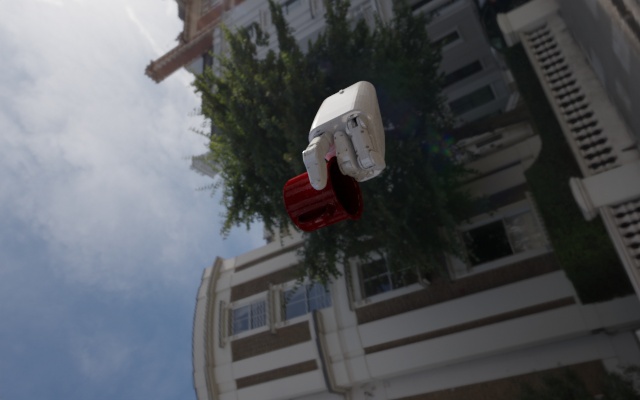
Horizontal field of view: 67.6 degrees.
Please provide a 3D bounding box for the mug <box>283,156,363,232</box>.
[{"bbox_3d":[0.000,0.003,0.662,0.081,0.093,0.117,-21,29,26],"label":"mug"}]
